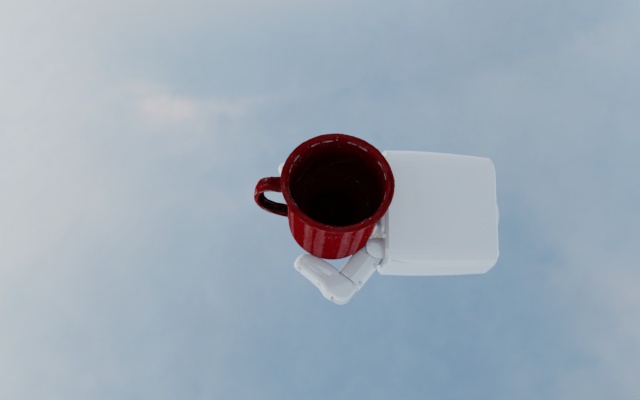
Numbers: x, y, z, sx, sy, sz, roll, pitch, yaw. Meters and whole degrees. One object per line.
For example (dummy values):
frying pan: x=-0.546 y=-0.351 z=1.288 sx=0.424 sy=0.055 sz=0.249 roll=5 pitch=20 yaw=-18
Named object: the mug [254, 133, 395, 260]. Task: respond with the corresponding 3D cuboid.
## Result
mug: x=-0.001 y=0.001 z=0.421 sx=0.117 sy=0.093 sz=0.081 roll=3 pitch=-27 yaw=-2
